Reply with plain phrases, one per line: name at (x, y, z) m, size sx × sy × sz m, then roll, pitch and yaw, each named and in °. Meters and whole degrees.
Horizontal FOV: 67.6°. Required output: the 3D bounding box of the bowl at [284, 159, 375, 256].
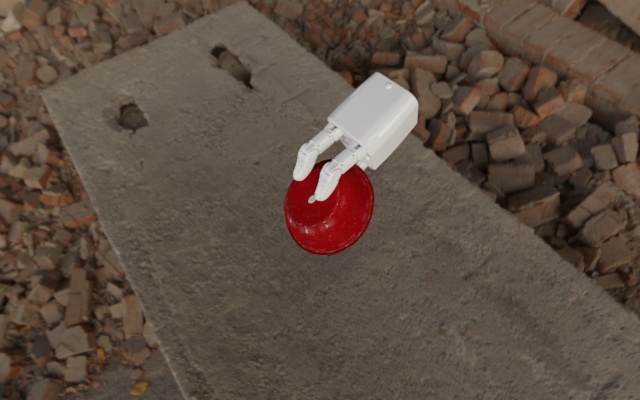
bowl at (-0.001, 0.004, 0.745) m, size 0.162 × 0.162 × 0.055 m, roll 0°, pitch -15°, yaw 30°
